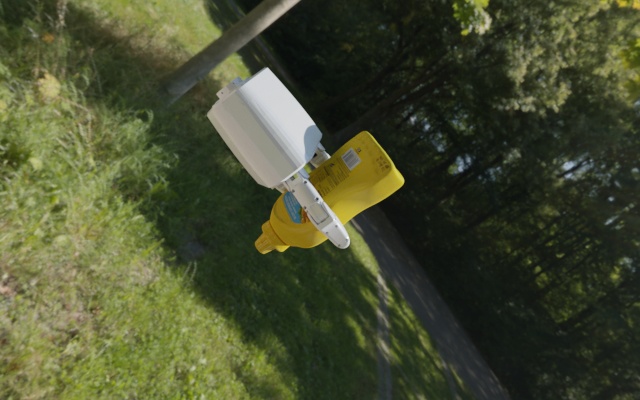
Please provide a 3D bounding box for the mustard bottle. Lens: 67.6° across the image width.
[{"bbox_3d":[0.000,0.002,0.574,0.058,0.191,0.096,48,9,-39],"label":"mustard bottle"}]
